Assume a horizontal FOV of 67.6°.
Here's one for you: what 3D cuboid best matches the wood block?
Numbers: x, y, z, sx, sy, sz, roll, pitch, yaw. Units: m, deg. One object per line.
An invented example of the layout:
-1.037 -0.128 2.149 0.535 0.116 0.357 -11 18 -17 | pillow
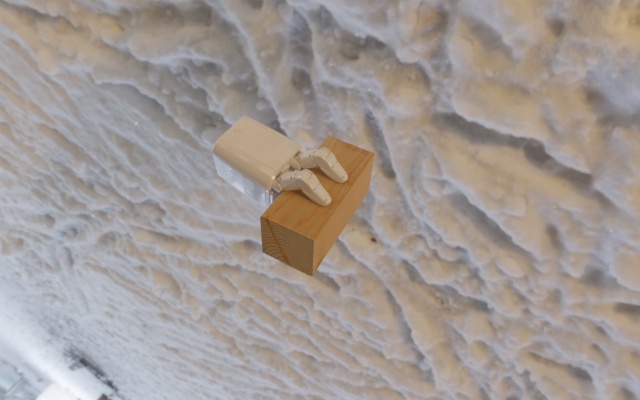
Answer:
0.000 0.003 0.751 0.090 0.091 0.206 24 51 17 | wood block
